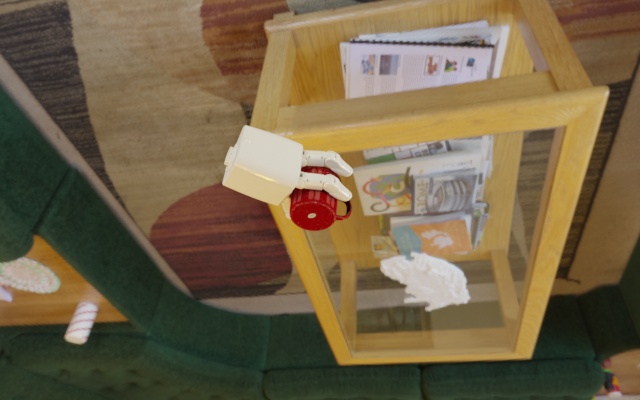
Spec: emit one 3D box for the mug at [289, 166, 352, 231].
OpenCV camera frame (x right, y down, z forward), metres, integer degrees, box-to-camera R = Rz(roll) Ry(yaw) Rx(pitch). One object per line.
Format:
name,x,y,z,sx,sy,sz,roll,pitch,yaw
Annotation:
mug,0.001,0.003,0.839,0.117,0.081,0.093,19,-43,-15
